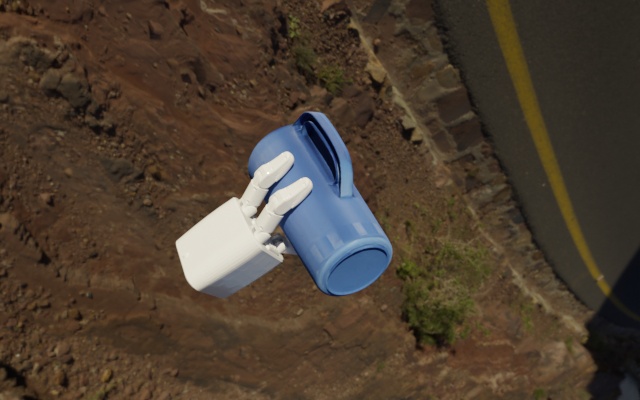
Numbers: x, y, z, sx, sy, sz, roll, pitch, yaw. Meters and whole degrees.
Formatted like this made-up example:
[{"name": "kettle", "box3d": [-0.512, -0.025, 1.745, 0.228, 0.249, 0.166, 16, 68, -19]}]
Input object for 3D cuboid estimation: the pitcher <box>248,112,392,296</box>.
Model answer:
[{"name": "pitcher", "box3d": [0.000, 0.002, 0.664, 0.145, 0.242, 0.149, -34, -40, 2]}]
